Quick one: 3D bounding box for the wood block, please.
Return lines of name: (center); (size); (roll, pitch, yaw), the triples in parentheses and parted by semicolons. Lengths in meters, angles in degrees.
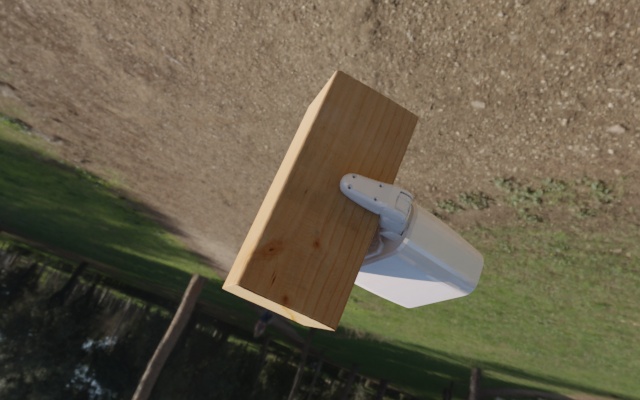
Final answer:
wood block: (0.000, 0.002, 0.436); (0.090, 0.206, 0.091); (27, -18, -12)
